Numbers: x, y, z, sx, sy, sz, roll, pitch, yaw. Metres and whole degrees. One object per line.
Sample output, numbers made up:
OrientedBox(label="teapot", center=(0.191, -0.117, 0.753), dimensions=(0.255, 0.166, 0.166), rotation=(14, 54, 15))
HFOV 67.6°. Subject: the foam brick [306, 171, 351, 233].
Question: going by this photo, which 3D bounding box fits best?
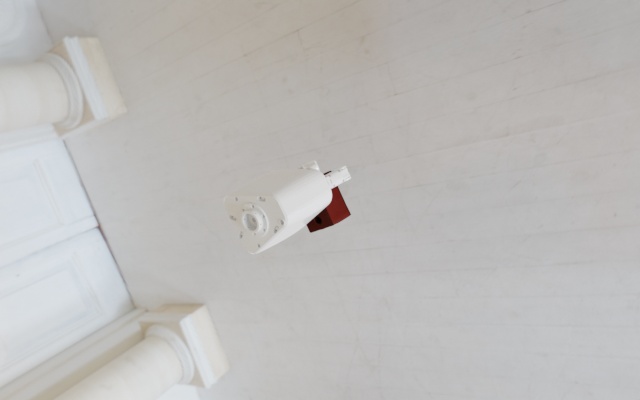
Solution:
OrientedBox(label="foam brick", center=(0.000, 0.003, 0.738), dimensions=(0.053, 0.078, 0.051), rotation=(-21, 7, 39))
